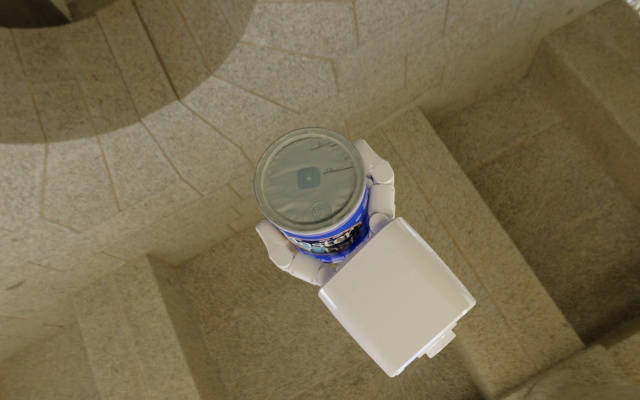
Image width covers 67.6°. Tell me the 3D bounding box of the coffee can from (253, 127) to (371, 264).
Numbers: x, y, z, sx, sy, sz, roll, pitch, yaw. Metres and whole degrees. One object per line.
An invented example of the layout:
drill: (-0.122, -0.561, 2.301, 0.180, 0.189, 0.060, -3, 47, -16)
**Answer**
coffee can: (0.000, 0.001, 0.492, 0.103, 0.102, 0.140, 0, -18, 9)
